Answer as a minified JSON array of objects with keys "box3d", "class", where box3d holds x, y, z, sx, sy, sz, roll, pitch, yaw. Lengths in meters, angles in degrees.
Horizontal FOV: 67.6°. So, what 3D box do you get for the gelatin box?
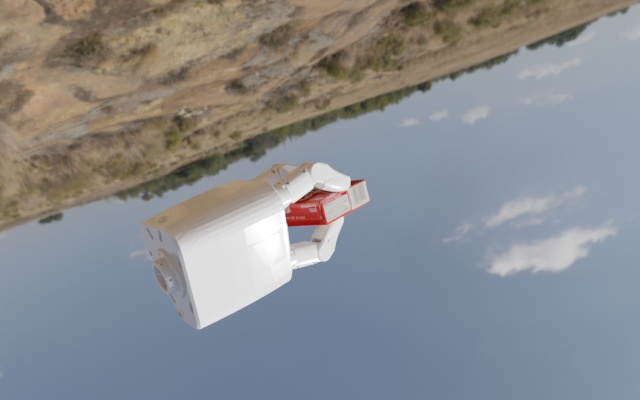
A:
[{"box3d":[0.000,0.002,0.535,0.073,0.030,0.089,-3,15,40],"class":"gelatin box"}]
